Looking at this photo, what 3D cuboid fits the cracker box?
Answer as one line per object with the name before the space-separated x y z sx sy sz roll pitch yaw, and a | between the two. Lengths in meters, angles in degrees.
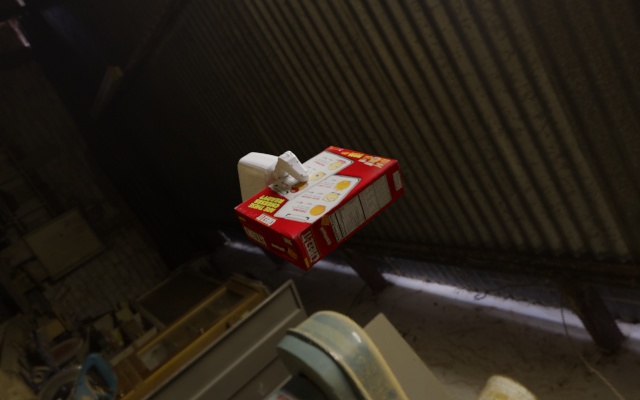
cracker box | 0.000 0.002 0.751 0.213 0.072 0.164 -36 33 -26
